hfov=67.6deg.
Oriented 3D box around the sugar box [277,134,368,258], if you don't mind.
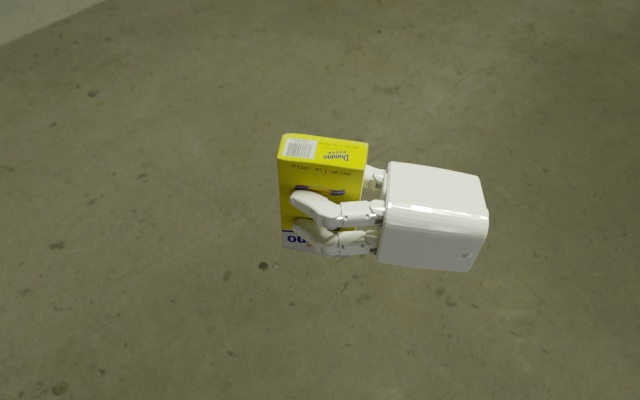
[{"bbox_3d":[0.000,0.002,0.560,0.093,0.048,0.176,8,-40,5],"label":"sugar box"}]
